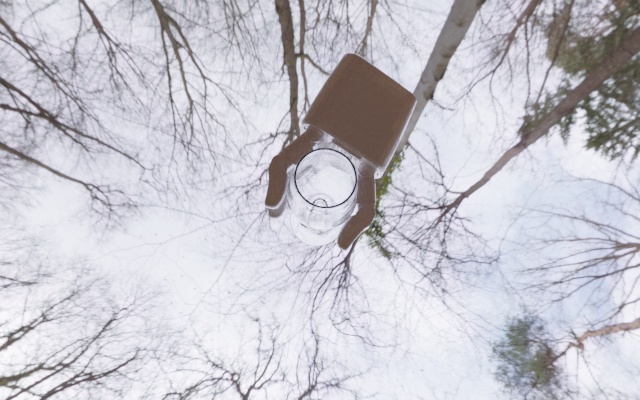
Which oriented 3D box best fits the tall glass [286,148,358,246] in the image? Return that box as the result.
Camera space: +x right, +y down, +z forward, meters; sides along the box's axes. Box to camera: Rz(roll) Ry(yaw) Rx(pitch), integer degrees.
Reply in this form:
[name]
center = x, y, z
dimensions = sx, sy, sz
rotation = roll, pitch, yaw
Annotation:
[tall glass]
center = 0.000, 0.002, 0.559
dimensions = 0.079, 0.079, 0.201
rotation = 0, -14, -3
